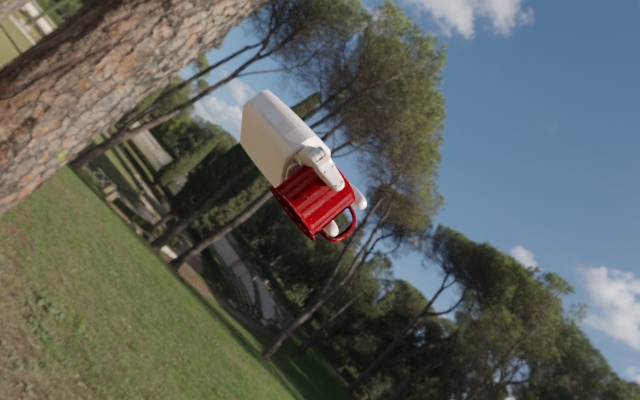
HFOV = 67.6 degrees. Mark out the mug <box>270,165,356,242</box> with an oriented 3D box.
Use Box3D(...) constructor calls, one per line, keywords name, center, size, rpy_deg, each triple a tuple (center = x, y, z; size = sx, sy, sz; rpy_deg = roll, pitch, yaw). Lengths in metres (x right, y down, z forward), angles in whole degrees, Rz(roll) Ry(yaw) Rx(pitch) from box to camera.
Box3D(name="mug", center=(0.001, 0.003, 0.641), size=(0.081, 0.117, 0.093), rpy_deg=(-39, -15, -10))
